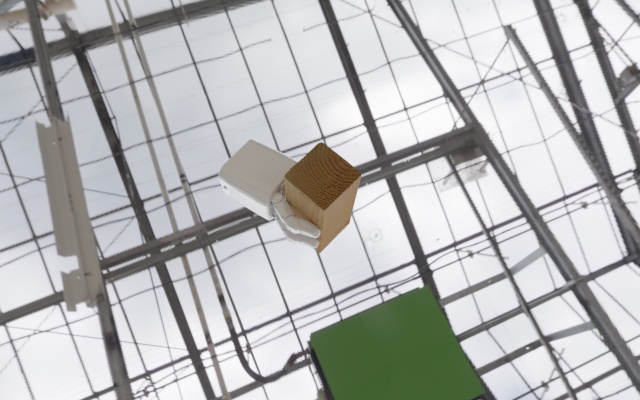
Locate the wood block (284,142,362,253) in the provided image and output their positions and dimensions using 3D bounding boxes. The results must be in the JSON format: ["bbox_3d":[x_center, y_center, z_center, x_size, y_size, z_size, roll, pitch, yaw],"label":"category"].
[{"bbox_3d":[0.000,0.002,0.835,0.090,0.091,0.206,40,-20,15],"label":"wood block"}]
